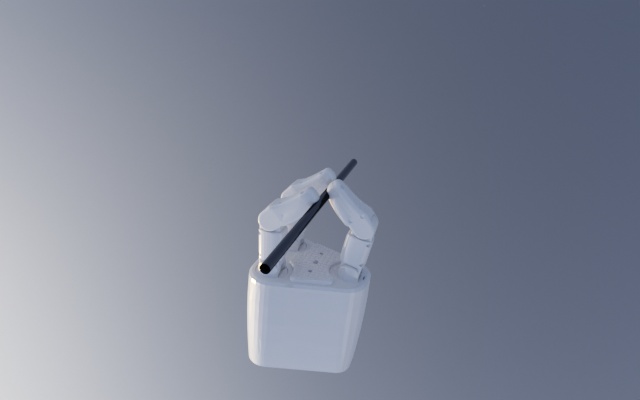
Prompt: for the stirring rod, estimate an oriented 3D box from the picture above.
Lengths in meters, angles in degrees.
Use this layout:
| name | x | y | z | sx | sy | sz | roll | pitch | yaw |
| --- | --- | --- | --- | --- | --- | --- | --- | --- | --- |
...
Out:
| name | x | y | z | sx | sy | sz | roll | pitch | yaw |
| --- | --- | --- | --- | --- | --- | --- | --- | --- | --- |
| stirring rod | 0.000 | 0.001 | 0.417 | 0.011 | 0.011 | 0.239 | 0 | 21 | 19 |
